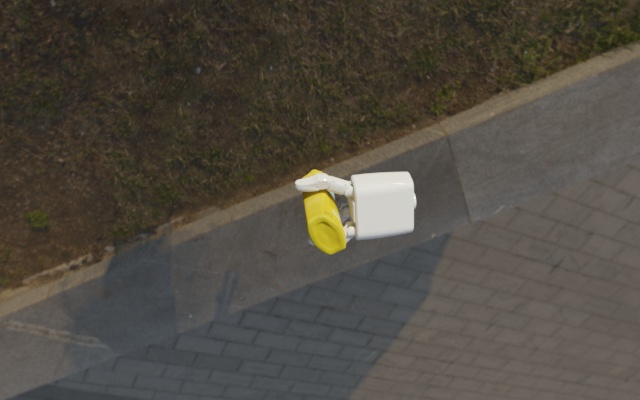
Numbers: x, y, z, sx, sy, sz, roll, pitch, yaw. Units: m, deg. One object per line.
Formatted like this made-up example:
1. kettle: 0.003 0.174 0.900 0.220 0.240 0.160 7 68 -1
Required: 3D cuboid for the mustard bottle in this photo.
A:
1. mustard bottle: 0.000 0.003 0.875 0.058 0.096 0.191 -26 37 11
